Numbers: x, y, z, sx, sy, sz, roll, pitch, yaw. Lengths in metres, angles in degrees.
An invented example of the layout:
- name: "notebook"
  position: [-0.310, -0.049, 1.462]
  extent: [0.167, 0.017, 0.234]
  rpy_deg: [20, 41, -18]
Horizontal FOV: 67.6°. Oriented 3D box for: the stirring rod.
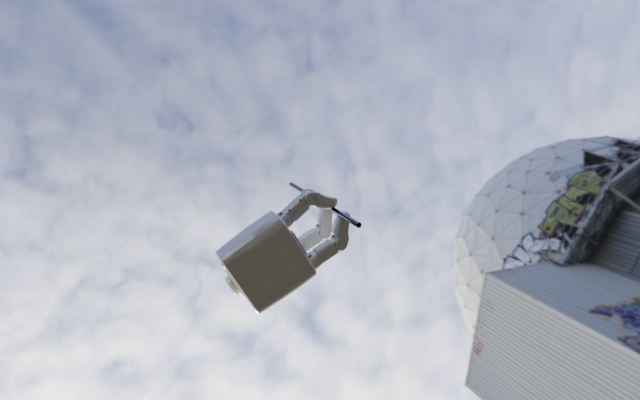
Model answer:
- name: "stirring rod"
  position: [0.000, 0.003, 0.769]
  extent: [0.011, 0.011, 0.239]
  rpy_deg: [0, 15, -28]
